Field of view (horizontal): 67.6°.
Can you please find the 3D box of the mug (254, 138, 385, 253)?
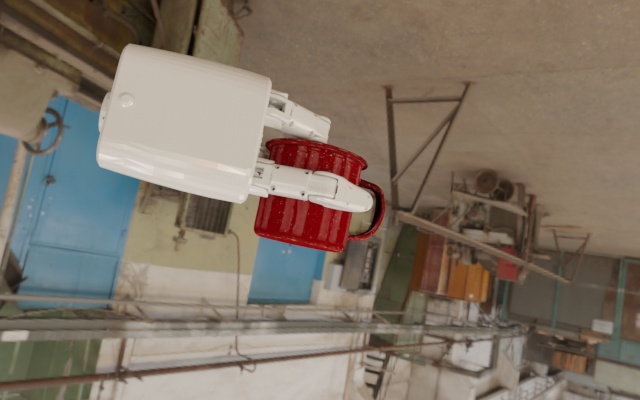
[{"bbox_3d":[0.001,0.002,0.421,0.117,0.081,0.093,13,-8,-12],"label":"mug"}]
